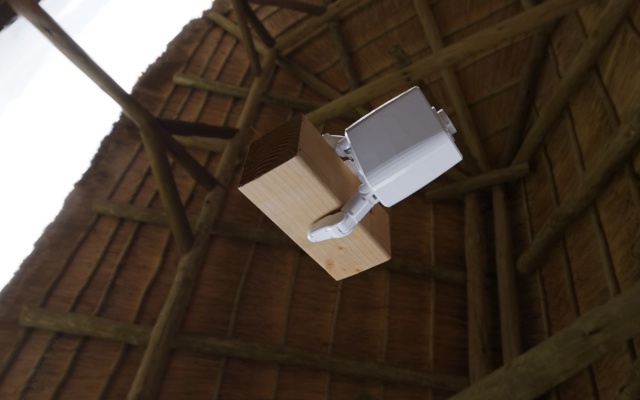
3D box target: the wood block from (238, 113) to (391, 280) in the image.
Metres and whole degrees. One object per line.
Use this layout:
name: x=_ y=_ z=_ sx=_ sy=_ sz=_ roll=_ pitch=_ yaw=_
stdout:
wood block: x=0.000 y=0.002 z=0.622 sx=0.090 sy=0.090 sz=0.206 roll=-26 pitch=-54 yaw=25
